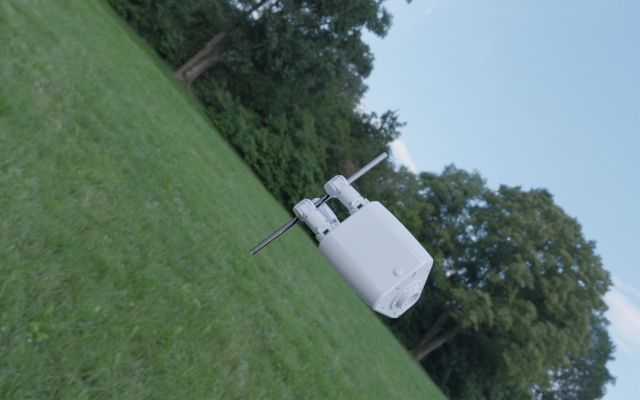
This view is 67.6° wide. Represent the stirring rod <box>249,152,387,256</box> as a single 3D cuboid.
[{"bbox_3d":[0.000,0.002,0.674,0.239,0.011,0.011,-36,8,-11],"label":"stirring rod"}]
